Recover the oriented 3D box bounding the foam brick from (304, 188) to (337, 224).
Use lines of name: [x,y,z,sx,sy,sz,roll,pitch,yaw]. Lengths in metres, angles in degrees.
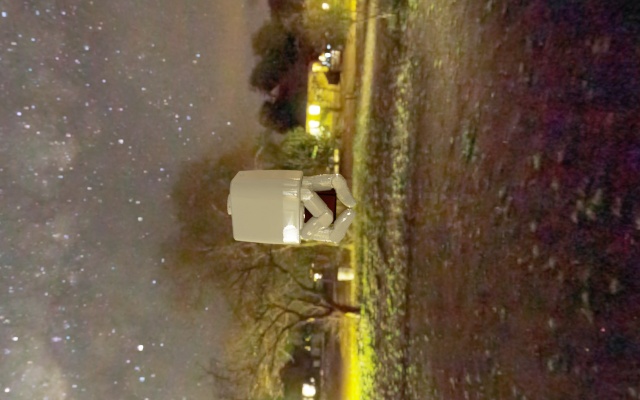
foam brick: [0.000,0.003,0.796,0.051,0.053,0.078,1,15,0]
